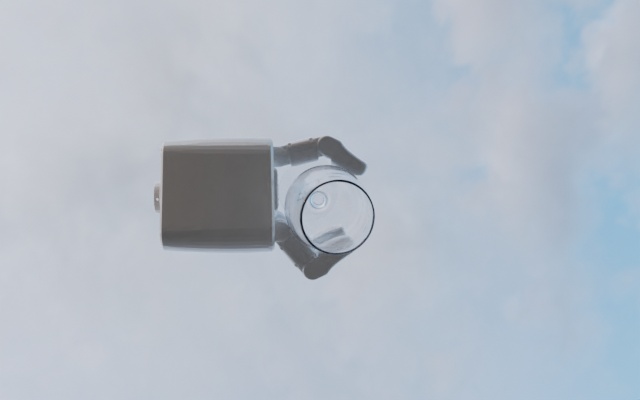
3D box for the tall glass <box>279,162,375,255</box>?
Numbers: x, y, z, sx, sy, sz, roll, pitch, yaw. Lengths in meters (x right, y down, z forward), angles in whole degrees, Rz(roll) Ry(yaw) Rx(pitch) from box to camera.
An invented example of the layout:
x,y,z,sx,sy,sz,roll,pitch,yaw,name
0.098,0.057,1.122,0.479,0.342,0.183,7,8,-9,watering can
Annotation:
x,y,z,sx,sy,sz,roll,pitch,yaw,name
0.000,0.001,0.480,0.079,0.079,0.201,0,7,-8,tall glass
